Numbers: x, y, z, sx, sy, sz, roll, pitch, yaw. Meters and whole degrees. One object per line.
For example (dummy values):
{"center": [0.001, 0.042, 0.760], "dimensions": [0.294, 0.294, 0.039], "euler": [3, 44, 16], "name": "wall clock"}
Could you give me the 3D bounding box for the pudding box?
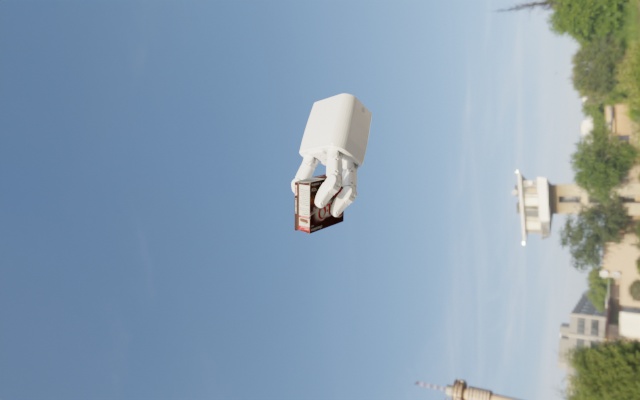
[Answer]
{"center": [0.000, 0.003, 0.850], "dimensions": [0.039, 0.090, 0.113], "euler": [8, 14, 36], "name": "pudding box"}
